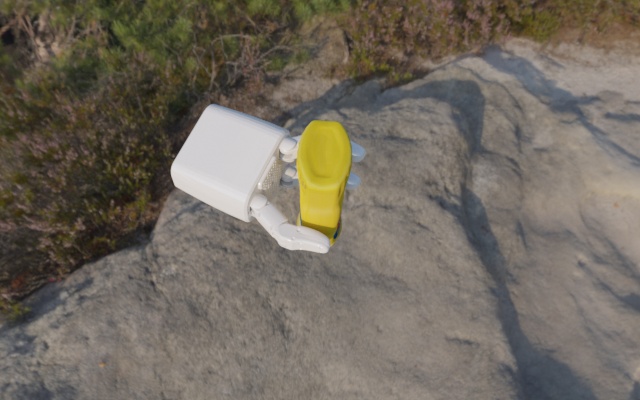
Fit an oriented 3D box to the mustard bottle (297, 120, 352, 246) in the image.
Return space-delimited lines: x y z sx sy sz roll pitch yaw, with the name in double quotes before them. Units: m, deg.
"mustard bottle" 0.000 0.002 0.568 0.058 0.096 0.192 2 -34 -2
